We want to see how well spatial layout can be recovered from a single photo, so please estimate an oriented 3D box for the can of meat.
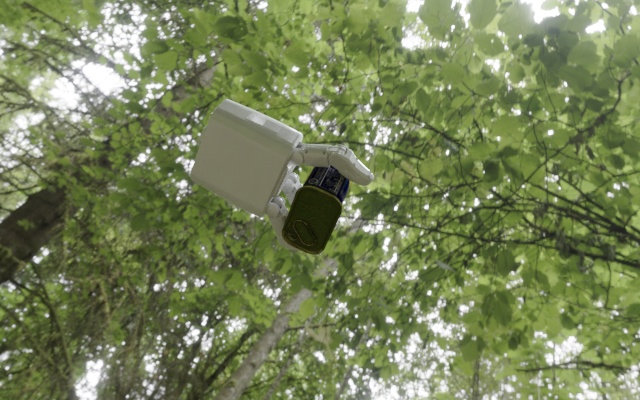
[{"bbox_3d":[0.000,0.002,0.594,0.057,0.102,0.084,24,41,2],"label":"can of meat"}]
